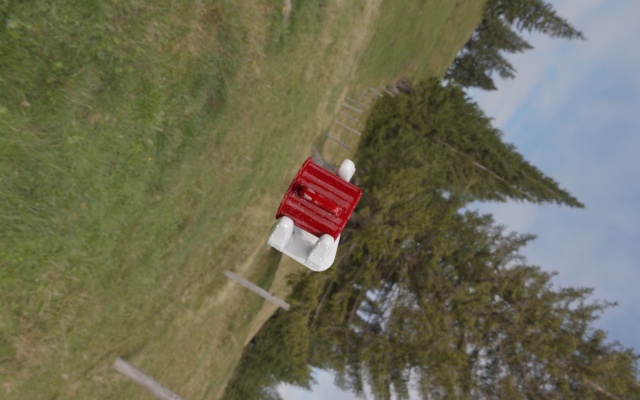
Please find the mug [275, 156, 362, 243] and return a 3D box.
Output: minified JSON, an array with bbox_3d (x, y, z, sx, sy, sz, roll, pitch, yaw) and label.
[{"bbox_3d":[0.000,0.002,0.601,0.081,0.093,0.117,29,-5,2],"label":"mug"}]
